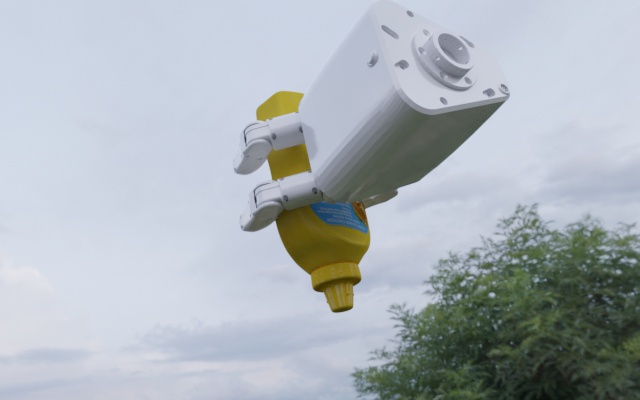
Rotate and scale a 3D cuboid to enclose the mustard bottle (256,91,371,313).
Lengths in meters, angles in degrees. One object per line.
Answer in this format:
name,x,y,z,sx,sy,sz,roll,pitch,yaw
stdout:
mustard bottle,0.000,0.001,0.416,0.058,0.191,0.096,-29,-29,32
